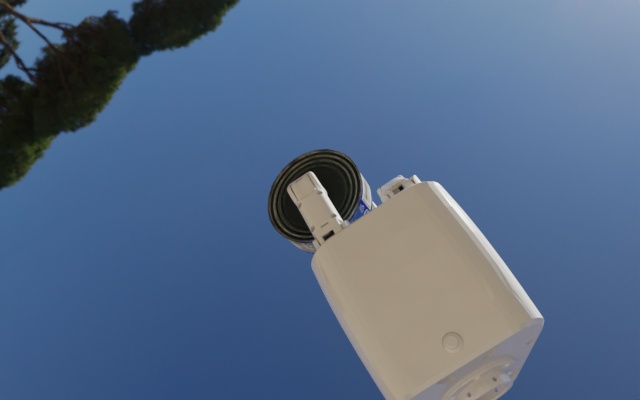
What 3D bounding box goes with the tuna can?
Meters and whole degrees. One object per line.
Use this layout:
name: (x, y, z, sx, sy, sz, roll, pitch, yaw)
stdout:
tuna can: (0.000, 0.002, 0.407, 0.086, 0.086, 0.034, 0, -26, 27)
